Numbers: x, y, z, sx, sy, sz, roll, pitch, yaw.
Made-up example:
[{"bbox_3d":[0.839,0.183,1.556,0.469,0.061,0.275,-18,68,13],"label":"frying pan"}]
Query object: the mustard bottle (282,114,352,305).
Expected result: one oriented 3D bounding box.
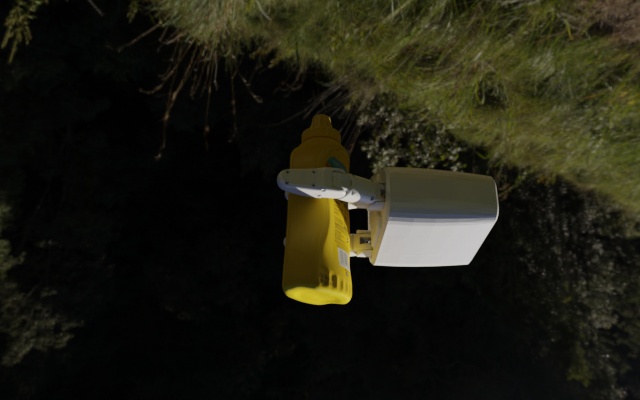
[{"bbox_3d":[0.000,0.002,0.474,0.058,0.191,0.096,-6,-22,20],"label":"mustard bottle"}]
